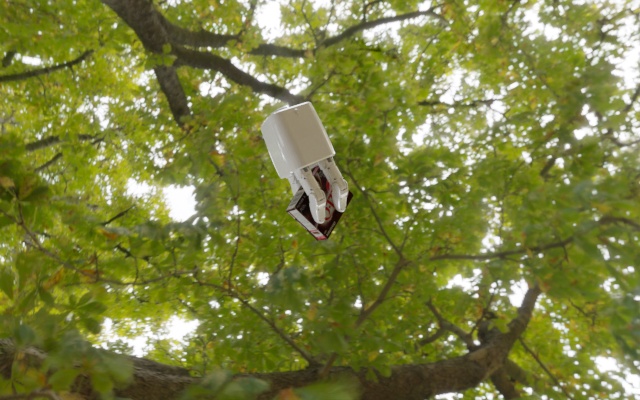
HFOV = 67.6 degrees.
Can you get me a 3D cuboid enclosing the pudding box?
[{"bbox_3d":[0.000,0.003,0.874,0.090,0.113,0.039,44,-30,-21],"label":"pudding box"}]
